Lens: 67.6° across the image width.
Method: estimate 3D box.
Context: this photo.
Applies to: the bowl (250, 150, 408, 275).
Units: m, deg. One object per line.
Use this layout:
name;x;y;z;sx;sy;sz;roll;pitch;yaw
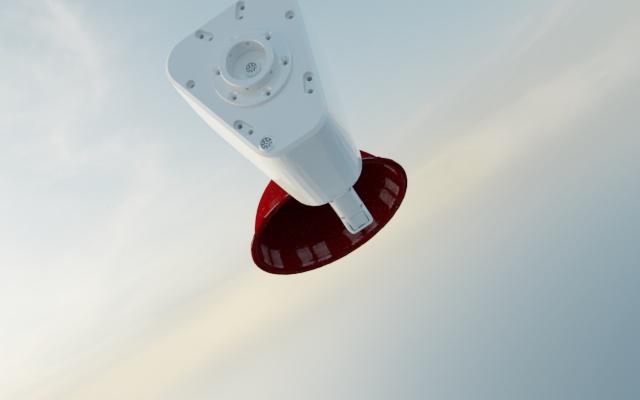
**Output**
bowl;0.000;0.002;0.454;0.162;0.055;0.162;-22;-33;-15
